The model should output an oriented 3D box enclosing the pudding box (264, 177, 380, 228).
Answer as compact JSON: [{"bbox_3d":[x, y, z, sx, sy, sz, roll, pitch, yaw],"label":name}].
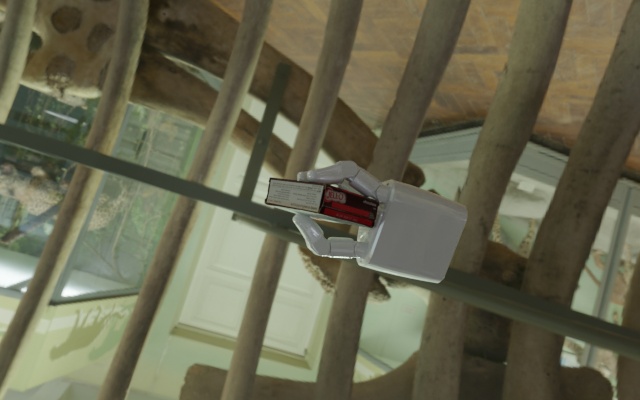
[{"bbox_3d":[0.000,0.002,0.578,0.090,0.039,0.113,18,-7,-40],"label":"pudding box"}]
